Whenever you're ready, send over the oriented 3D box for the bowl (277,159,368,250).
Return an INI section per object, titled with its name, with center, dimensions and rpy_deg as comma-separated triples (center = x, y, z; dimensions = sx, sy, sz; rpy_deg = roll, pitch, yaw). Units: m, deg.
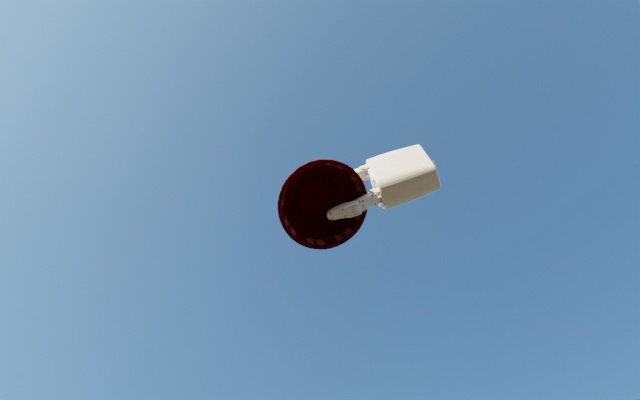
[bowl]
center = -0.001, 0.003, 0.849
dimensions = 0.162, 0.162, 0.055
rpy_deg = 0, 13, -14
